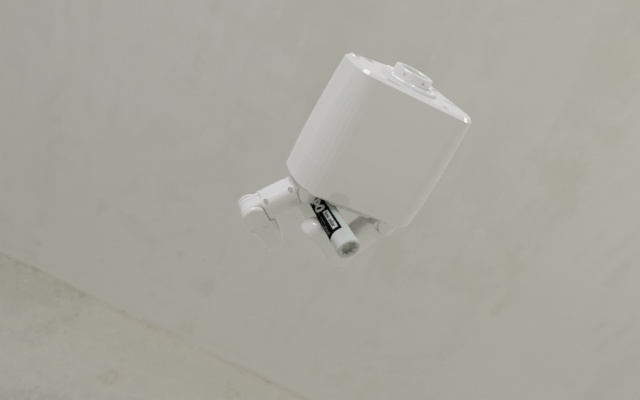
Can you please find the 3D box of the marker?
[{"bbox_3d":[0.000,0.001,0.406,0.020,0.020,0.121,0,36,-26],"label":"marker"}]
